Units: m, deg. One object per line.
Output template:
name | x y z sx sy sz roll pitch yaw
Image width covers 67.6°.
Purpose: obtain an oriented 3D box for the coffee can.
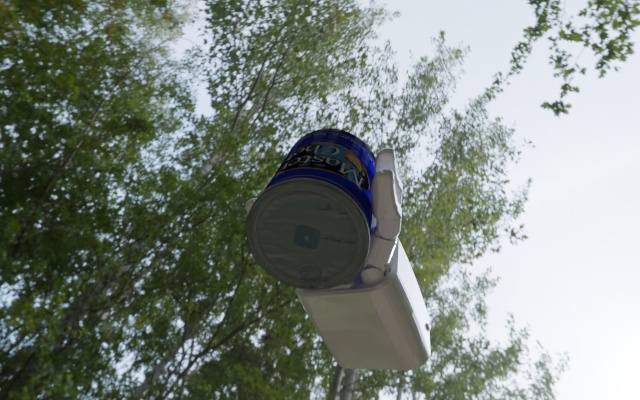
coffee can | 0.000 0.001 0.448 0.103 0.103 0.140 0 25 11
